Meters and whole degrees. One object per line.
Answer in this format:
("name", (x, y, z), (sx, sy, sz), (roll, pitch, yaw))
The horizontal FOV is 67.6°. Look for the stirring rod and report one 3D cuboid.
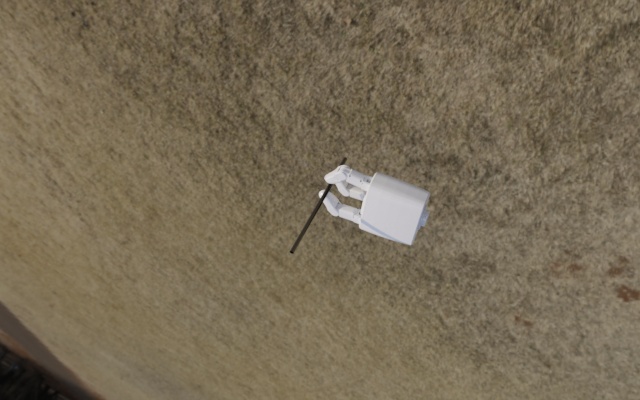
("stirring rod", (0.000, 0.003, 0.891), (0.011, 0.239, 0.011), (20, -35, 15))
